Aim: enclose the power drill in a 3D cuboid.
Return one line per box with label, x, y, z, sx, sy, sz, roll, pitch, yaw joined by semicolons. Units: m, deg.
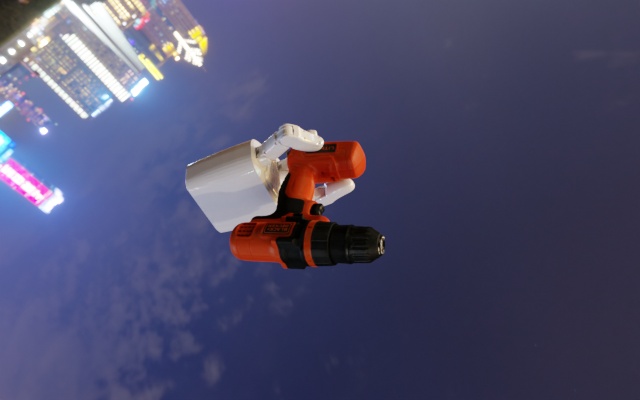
power drill;0.000;0.002;0.585;0.184;0.057;0.187;1;41;21
